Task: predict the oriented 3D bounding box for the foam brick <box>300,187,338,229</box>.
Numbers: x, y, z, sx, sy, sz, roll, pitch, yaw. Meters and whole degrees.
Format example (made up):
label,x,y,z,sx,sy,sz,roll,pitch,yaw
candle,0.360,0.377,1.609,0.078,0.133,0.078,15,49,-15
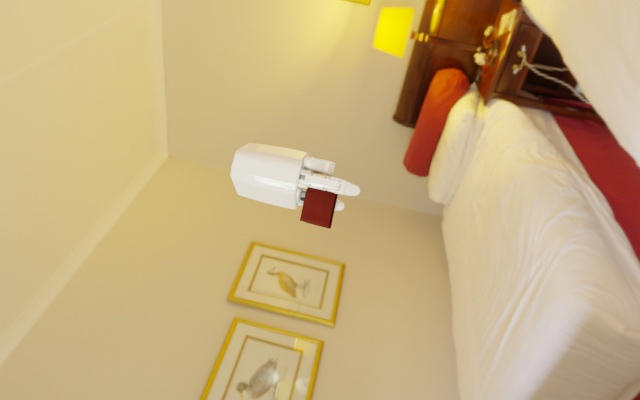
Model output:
label,x,y,z,sx,sy,sz,roll,pitch,yaw
foam brick,0.000,0.003,0.781,0.051,0.078,0.053,12,-2,2
